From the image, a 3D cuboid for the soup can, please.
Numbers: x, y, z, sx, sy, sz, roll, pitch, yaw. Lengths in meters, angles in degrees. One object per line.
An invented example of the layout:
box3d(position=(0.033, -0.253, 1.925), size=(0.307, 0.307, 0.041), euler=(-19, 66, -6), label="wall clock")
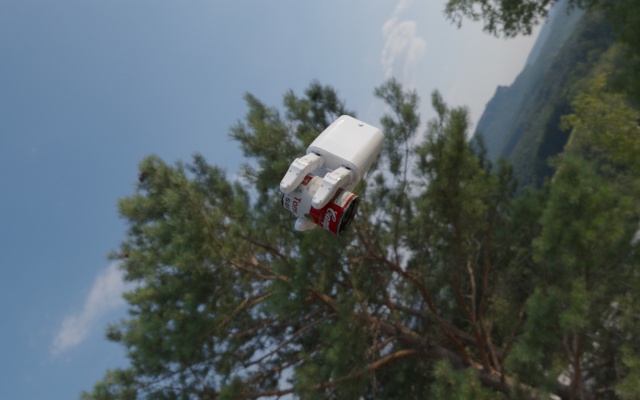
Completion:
box3d(position=(0.000, 0.003, 0.735), size=(0.102, 0.068, 0.068), euler=(26, 8, 17), label="soup can")
